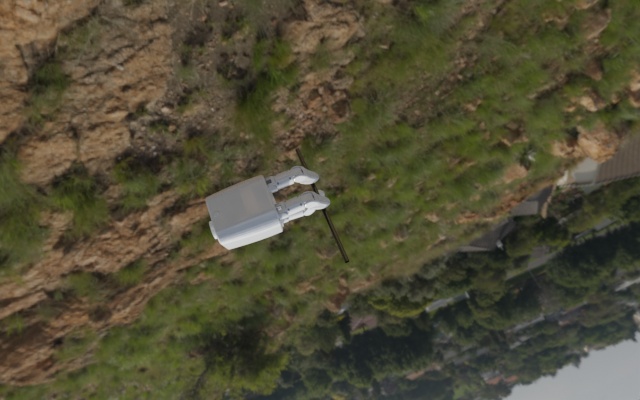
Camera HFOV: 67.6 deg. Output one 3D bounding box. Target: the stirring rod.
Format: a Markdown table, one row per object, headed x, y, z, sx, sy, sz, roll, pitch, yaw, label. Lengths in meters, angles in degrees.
| x | y | z | sx | sy | sz | roll | pitch | yaw | label |
| --- | --- | --- | --- | --- | --- | --- | --- | --- | --- |
| 0.000 | 0.003 | 0.837 | 0.011 | 0.239 | 0.011 | -19 | -27 | -10 | stirring rod |
